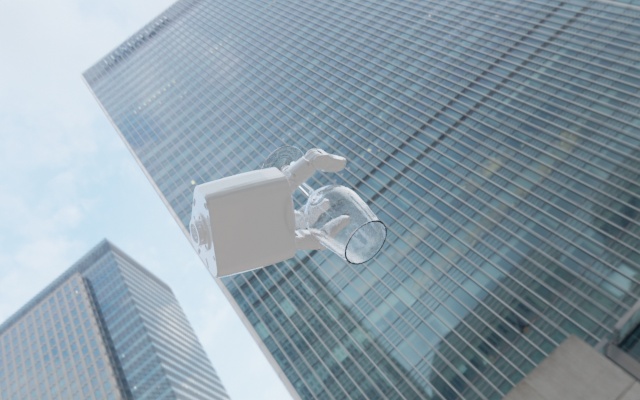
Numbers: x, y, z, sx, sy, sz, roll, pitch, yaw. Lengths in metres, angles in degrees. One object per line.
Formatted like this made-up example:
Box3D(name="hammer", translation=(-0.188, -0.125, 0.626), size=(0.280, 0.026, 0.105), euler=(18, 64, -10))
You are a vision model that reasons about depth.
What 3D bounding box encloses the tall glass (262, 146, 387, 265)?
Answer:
Box3D(name="tall glass", translation=(0.000, 0.002, 0.626), size=(0.079, 0.079, 0.201), euler=(0, 29, -38))
